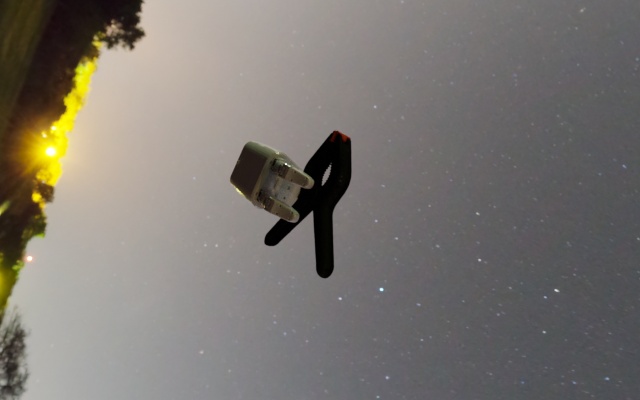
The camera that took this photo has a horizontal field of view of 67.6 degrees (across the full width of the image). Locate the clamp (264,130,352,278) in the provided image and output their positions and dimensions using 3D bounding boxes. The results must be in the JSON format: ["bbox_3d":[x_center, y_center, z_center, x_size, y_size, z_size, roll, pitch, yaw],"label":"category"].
[{"bbox_3d":[0.001,0.002,0.701,0.036,0.210,0.164,22,6,-39],"label":"clamp"}]
